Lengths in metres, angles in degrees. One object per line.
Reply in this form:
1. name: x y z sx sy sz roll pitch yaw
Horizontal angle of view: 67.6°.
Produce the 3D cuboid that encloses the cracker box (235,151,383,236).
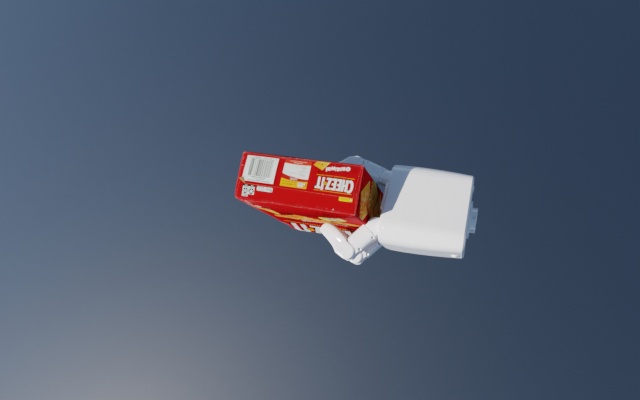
1. cracker box: 0.000 0.002 0.678 0.164 0.072 0.214 8 -11 18
